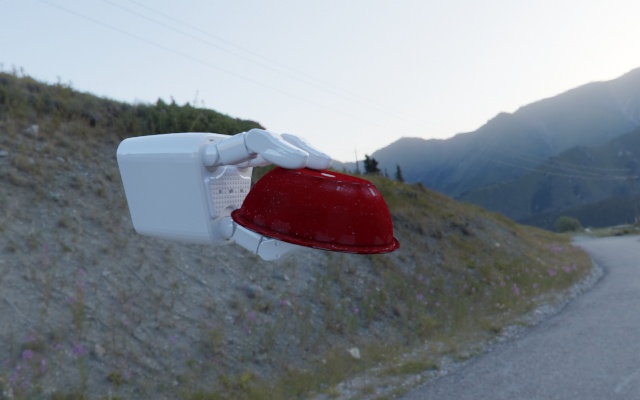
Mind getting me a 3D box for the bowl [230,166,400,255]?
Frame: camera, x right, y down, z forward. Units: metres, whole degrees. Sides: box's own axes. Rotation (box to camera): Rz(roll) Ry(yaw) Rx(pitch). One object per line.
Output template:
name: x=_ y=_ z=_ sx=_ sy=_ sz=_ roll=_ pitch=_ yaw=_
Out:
bowl: x=0.001 y=0.001 z=0.450 sx=0.162 sy=0.055 sz=0.162 roll=11 pitch=8 yaw=-1
